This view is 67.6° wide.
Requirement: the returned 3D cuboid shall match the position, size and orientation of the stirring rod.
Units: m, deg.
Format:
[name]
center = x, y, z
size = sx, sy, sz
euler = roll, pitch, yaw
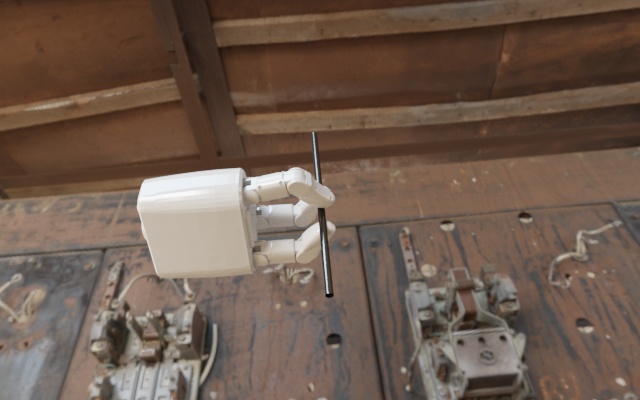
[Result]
[stirring rod]
center = 0.000, 0.002, 0.521
size = 0.011, 0.239, 0.011
euler = -3, -45, -3
